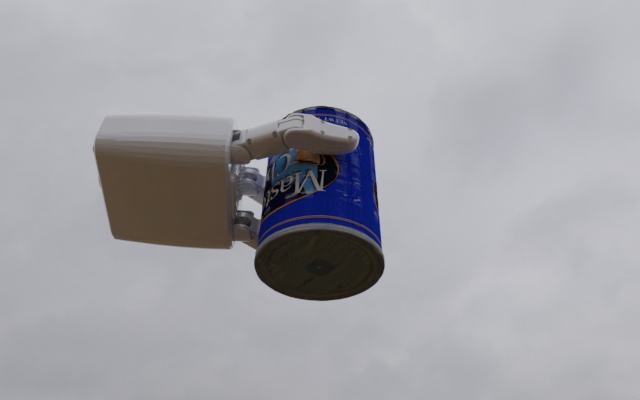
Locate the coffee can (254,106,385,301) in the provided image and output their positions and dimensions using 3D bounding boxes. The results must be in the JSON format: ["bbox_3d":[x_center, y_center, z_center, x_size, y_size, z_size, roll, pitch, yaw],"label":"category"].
[{"bbox_3d":[0.000,0.001,0.419,0.103,0.140,0.103,1,-41,1],"label":"coffee can"}]
